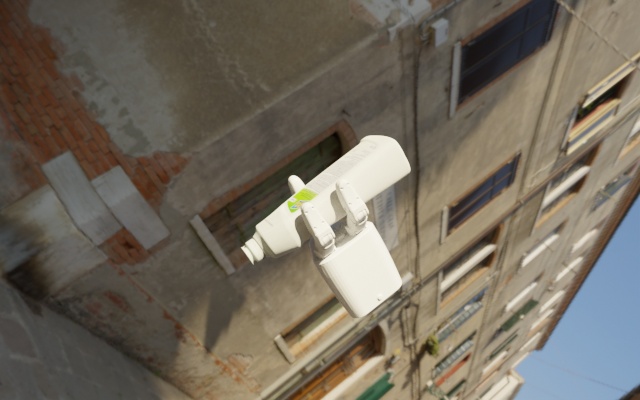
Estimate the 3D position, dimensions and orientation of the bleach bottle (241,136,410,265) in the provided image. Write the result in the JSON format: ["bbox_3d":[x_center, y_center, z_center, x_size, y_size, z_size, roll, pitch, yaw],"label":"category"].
[{"bbox_3d":[0.000,0.002,0.663,0.251,0.068,0.102,-35,18,-13],"label":"bleach bottle"}]
